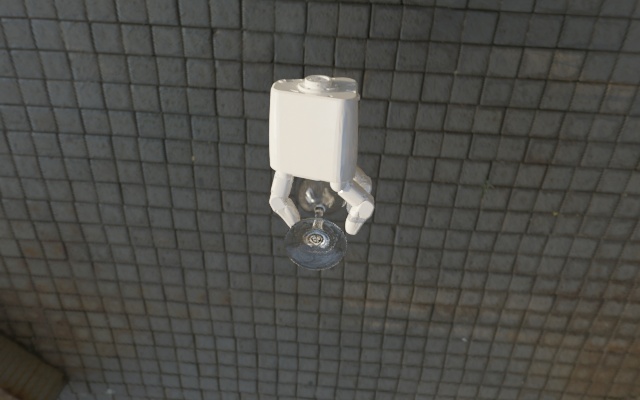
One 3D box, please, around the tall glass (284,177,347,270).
[{"bbox_3d":[0.000,0.003,0.645,0.079,0.079,0.201,0,30,4],"label":"tall glass"}]
